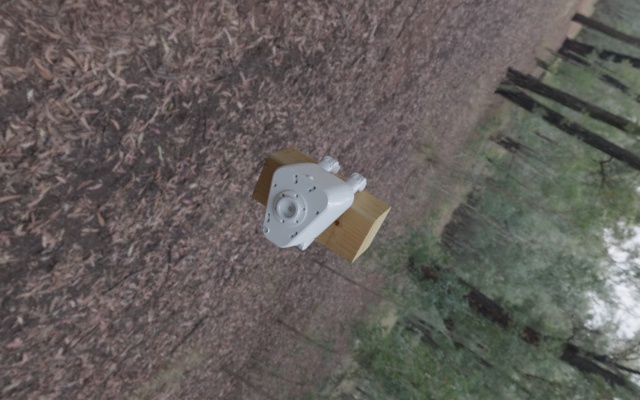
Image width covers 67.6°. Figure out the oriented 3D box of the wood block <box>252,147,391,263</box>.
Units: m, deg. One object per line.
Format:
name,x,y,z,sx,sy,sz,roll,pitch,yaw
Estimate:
wood block,0.000,0.003,0.809,0.206,0.091,0.090,33,25,14
